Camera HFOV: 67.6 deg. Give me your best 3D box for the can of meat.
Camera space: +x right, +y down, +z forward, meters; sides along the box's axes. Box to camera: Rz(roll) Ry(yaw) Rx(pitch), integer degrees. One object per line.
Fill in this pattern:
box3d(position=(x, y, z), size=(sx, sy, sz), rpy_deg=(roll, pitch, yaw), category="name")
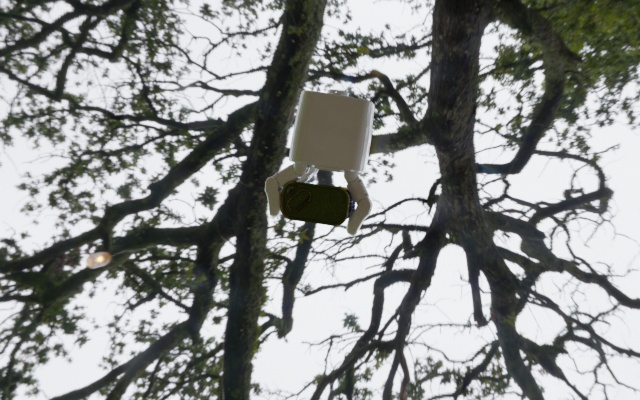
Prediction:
box3d(position=(0.000, 0.002, 0.729), size=(0.102, 0.057, 0.084), rpy_deg=(7, 5, 13), category="can of meat")
